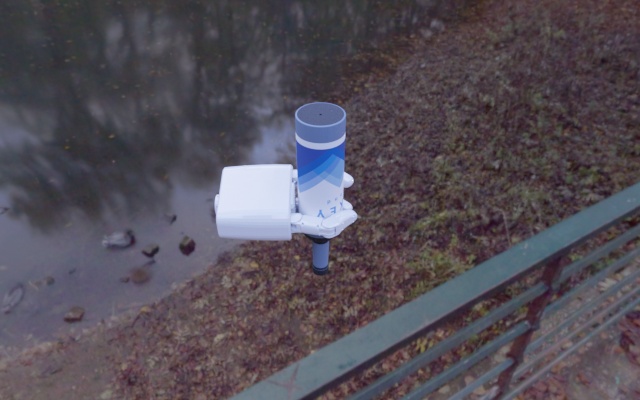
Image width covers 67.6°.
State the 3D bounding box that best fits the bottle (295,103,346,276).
[{"bbox_3d":[0.000,0.002,0.713,0.069,0.296,0.069,0,39,0],"label":"bottle"}]
